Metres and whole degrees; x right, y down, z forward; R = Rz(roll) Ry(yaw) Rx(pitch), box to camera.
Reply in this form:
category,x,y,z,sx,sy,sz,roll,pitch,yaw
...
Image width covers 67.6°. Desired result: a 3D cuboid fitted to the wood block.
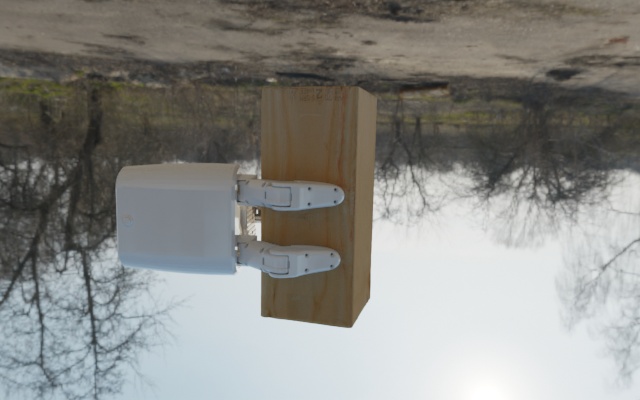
category,x,y,z,sx,sy,sz,roll,pitch,yaw
wood block,0.000,0.002,0.455,0.090,0.206,0.091,3,7,16
